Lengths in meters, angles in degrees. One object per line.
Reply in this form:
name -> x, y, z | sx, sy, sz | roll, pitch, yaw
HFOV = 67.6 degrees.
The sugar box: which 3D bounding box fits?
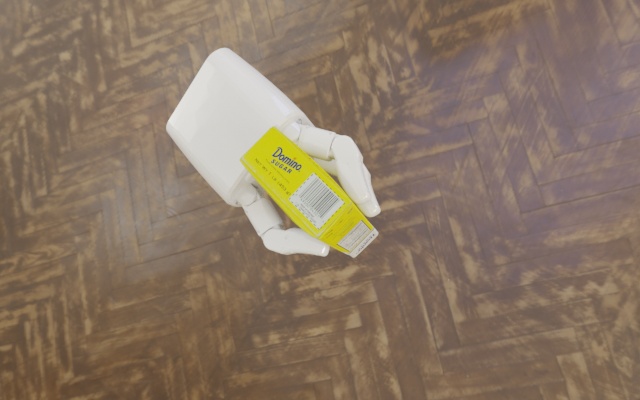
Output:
sugar box -> 0.000, 0.001, 0.443 | 0.093, 0.048, 0.176 | 46, 4, 17
